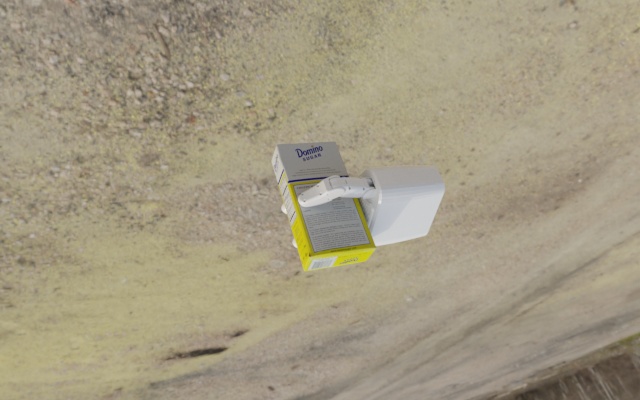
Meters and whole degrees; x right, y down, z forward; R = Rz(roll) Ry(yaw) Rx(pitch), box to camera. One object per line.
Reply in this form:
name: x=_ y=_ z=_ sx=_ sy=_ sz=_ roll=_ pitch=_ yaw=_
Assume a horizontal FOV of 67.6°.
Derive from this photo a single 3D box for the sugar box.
sugar box: x=0.000 y=0.002 z=0.646 sx=0.093 sy=0.176 sz=0.048 roll=-5 pitch=-33 yaw=-22
